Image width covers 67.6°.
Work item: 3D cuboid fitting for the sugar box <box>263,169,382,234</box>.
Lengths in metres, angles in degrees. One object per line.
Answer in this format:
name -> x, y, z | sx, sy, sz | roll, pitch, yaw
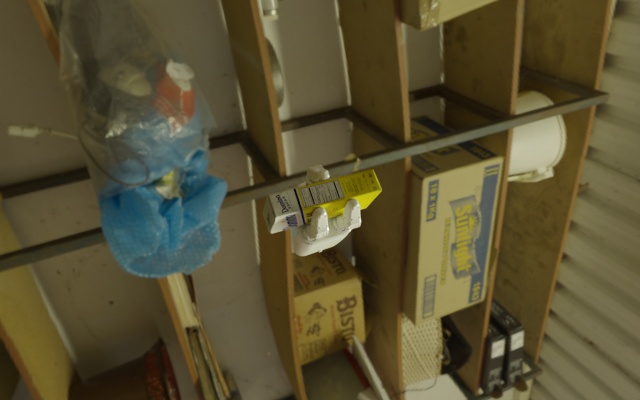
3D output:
sugar box -> 0.000, 0.003, 0.761 | 0.176, 0.048, 0.093 | -17, -16, -16
